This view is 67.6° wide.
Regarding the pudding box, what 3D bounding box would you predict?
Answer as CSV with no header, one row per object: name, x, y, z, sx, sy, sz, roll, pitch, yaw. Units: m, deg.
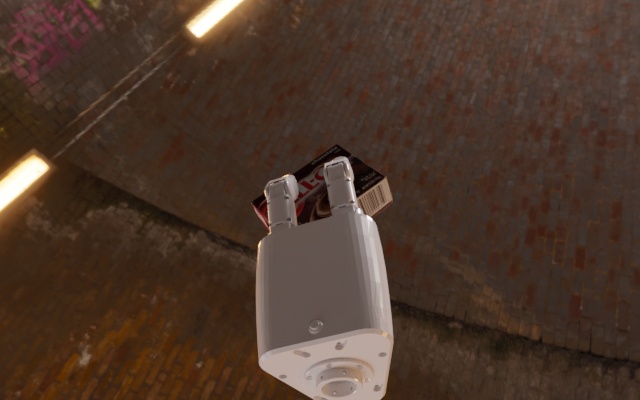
pudding box,0.000,0.002,0.467,0.113,0.039,0.090,-34,40,-12
